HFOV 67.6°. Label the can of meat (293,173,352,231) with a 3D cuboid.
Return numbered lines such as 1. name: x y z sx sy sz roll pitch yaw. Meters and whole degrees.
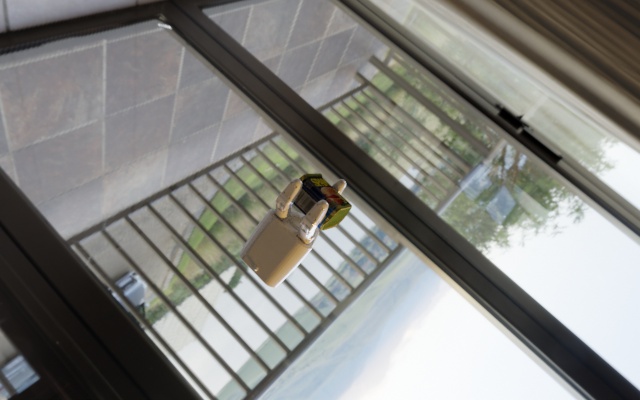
1. can of meat: 0.000 0.003 0.811 0.084 0.057 0.102 44 16 13
